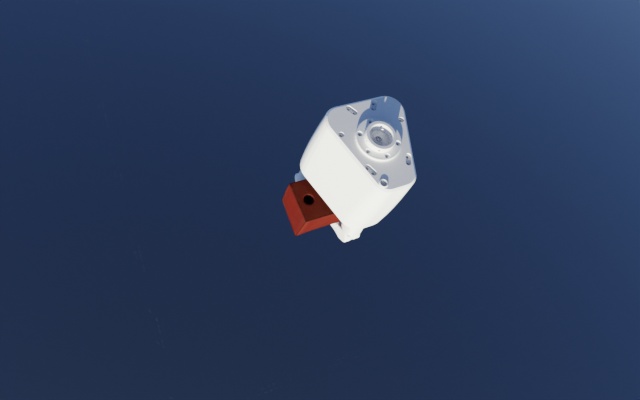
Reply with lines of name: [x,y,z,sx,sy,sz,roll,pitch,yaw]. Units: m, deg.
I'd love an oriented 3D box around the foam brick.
foam brick: [0.000,0.002,0.584,0.078,0.053,0.051,-17,-16,-21]
